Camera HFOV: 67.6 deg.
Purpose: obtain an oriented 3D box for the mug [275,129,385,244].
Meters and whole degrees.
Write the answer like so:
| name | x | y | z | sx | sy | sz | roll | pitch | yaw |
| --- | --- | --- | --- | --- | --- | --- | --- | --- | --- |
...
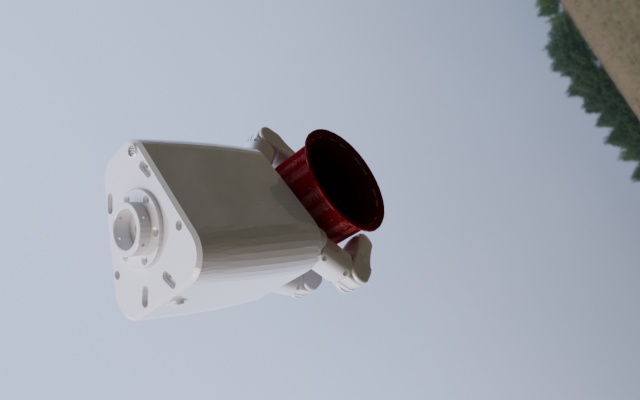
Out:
| name | x | y | z | sx | sy | sz | roll | pitch | yaw |
| --- | --- | --- | --- | --- | --- | --- | --- | --- | --- |
| mug | 0.001 | 0.001 | 0.410 | 0.081 | 0.093 | 0.117 | -33 | -19 | 31 |
